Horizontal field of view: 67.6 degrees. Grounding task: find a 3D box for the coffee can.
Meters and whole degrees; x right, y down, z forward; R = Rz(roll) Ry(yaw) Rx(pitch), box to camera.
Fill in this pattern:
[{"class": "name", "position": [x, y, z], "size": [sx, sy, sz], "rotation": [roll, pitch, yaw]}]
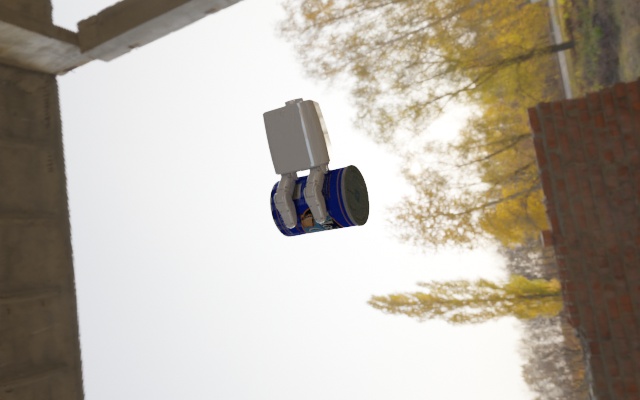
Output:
[{"class": "coffee can", "position": [0.000, 0.003, 0.811], "size": [0.140, 0.103, 0.103], "rotation": [-11, -5, 26]}]
